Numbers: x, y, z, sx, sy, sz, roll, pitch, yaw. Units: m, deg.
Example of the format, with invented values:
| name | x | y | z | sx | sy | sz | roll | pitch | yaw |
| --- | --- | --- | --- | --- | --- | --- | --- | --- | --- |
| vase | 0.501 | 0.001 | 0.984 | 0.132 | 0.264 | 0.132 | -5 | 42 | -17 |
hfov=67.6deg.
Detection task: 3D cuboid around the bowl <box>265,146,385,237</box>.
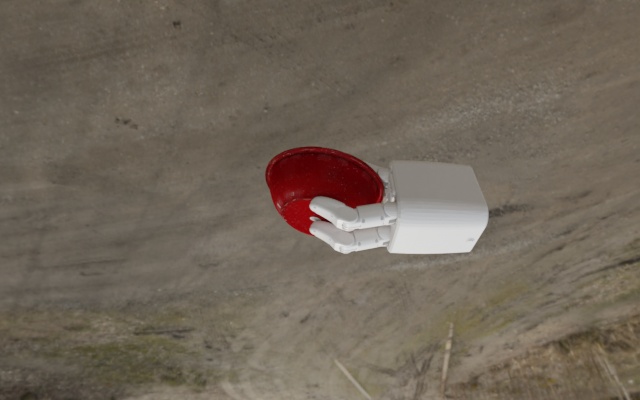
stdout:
| name | x | y | z | sx | sy | sz | roll | pitch | yaw |
| --- | --- | --- | --- | --- | --- | --- | --- | --- | --- |
| bowl | -0.001 | 0.002 | 0.624 | 0.162 | 0.055 | 0.162 | 9 | -33 | 6 |
